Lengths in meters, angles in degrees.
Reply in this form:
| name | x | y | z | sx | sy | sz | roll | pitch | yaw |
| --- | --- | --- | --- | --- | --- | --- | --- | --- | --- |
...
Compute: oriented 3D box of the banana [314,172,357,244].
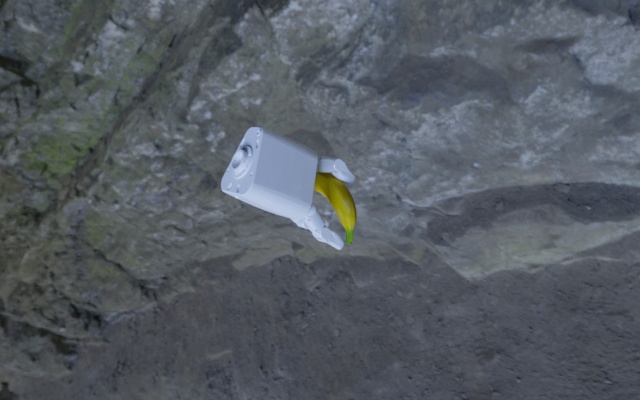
| name | x | y | z | sx | sy | sz | roll | pitch | yaw |
| --- | --- | --- | --- | --- | --- | --- | --- | --- | --- |
| banana | 0.011 | -0.011 | 0.807 | 0.037 | 0.070 | 0.197 | 18 | 21 | -37 |
